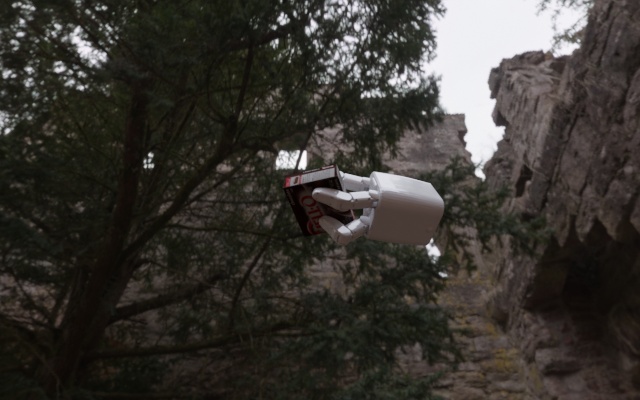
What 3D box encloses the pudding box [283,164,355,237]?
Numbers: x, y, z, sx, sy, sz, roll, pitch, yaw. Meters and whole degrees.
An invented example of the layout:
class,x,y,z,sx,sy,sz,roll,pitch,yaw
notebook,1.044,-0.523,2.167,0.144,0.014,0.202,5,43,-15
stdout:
class,x,y,z,sx,sy,sz,roll,pitch,yaw
pudding box,0.000,0.002,0.770,0.090,0.114,0.039,-12,36,12
